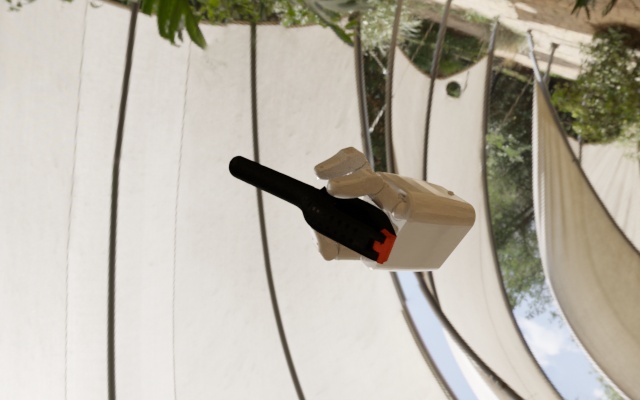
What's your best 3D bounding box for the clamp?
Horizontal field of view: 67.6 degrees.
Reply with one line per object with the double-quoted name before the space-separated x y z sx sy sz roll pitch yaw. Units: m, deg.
"clamp" 0.000 0.003 0.513 0.164 0.036 0.210 7 21 -29
